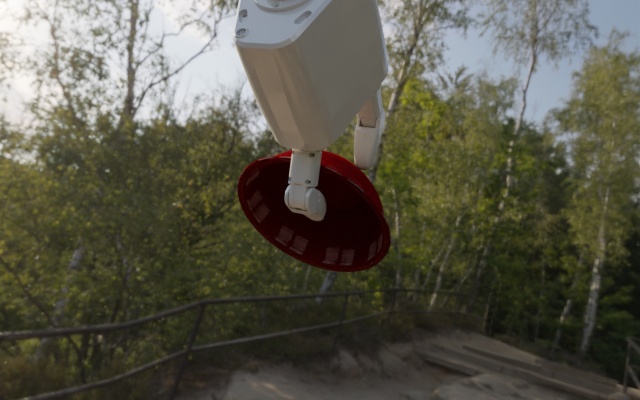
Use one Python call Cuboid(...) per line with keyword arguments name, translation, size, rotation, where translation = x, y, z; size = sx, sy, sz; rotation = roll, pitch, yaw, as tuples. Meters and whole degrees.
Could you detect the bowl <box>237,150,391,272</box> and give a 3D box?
Cuboid(name="bowl", translation=(0.000, 0.002, 0.484), size=(0.162, 0.162, 0.055), rotation=(0, 44, 32))
